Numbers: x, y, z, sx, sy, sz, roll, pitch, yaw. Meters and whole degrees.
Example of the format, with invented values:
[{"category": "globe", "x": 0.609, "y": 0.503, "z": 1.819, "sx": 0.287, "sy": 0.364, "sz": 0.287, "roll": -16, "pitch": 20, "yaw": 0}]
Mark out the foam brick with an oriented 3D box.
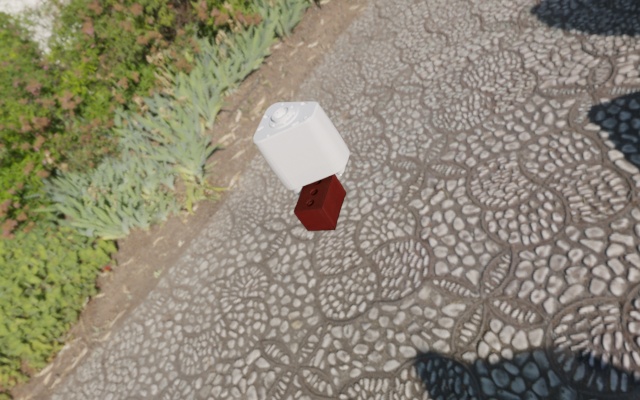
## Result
[{"category": "foam brick", "x": 0.000, "y": 0.003, "z": 0.752, "sx": 0.053, "sy": 0.078, "sz": 0.051, "roll": -6, "pitch": -43, "yaw": 29}]
